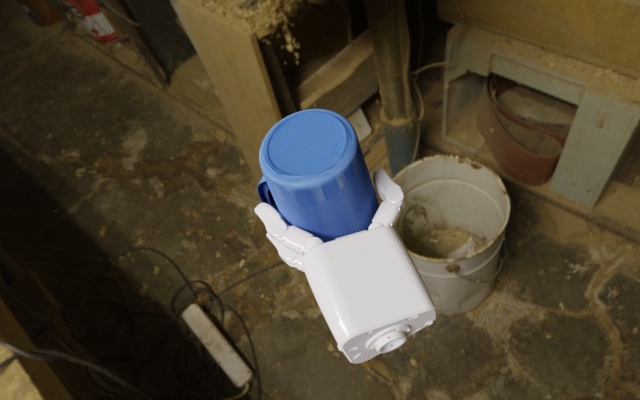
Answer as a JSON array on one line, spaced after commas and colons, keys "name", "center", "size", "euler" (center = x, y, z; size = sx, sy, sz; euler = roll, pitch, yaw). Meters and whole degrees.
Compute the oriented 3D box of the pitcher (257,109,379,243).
[{"name": "pitcher", "center": [0.000, 0.002, 0.600], "size": [0.149, 0.145, 0.243], "euler": [-23, -35, -1]}]
